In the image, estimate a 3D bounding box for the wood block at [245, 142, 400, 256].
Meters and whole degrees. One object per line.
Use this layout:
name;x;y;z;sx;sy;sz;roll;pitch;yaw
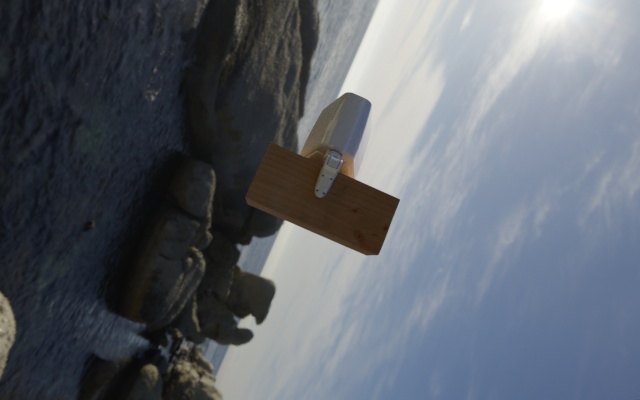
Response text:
wood block;0.000;0.002;0.719;0.206;0.090;0.091;23;-10;-3
